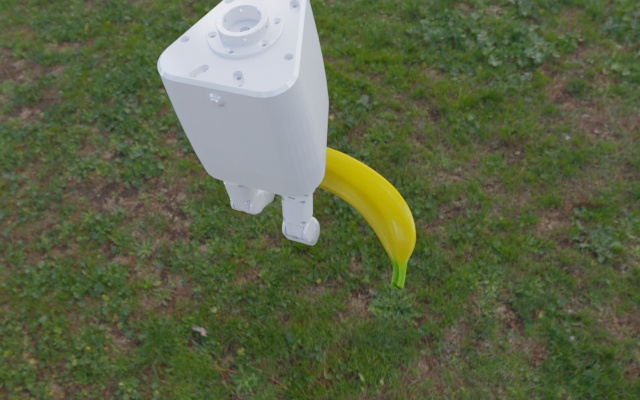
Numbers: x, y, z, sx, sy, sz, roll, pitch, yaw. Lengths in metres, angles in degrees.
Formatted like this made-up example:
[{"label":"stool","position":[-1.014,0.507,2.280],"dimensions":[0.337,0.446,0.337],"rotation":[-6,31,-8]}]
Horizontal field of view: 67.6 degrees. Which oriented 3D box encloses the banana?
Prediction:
[{"label":"banana","position":[0.015,-0.010,0.430],"dimensions":[0.197,0.069,0.037],"rotation":[39,-15,23]}]
